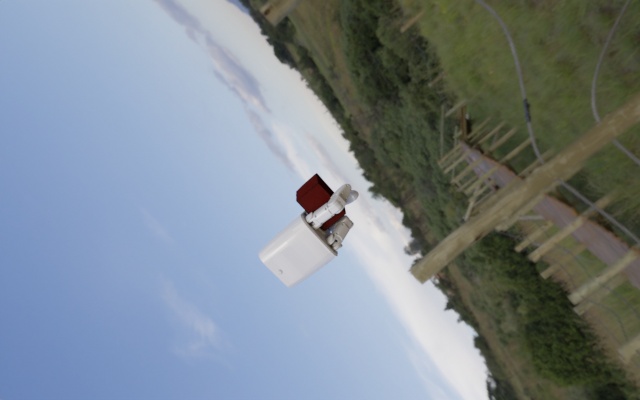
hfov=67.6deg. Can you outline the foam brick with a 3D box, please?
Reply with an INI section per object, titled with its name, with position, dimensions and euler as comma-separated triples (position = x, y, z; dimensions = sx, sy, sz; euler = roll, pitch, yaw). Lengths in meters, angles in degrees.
[foam brick]
position = 0.000, 0.002, 0.831
dimensions = 0.051, 0.078, 0.053
euler = -38, 18, 12
